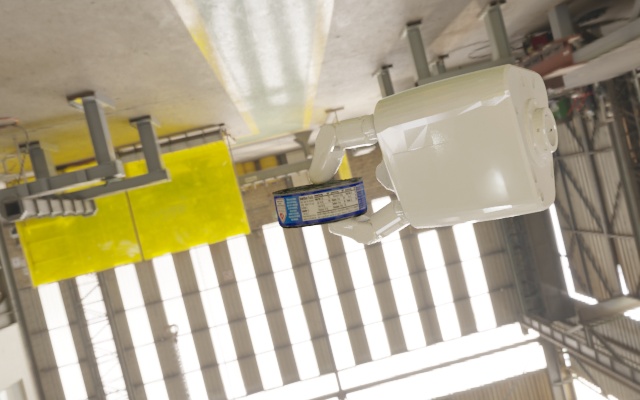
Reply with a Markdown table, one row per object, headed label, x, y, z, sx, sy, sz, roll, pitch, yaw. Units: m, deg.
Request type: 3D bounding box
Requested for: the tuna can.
| label | x | y | z | sx | sy | sz | roll | pitch | yaw |
| --- | --- | --- | --- | --- | --- | --- | --- | --- | --- |
| tuna can | 0.000 | 0.002 | 0.445 | 0.086 | 0.034 | 0.086 | -10 | 4 | 1 |
